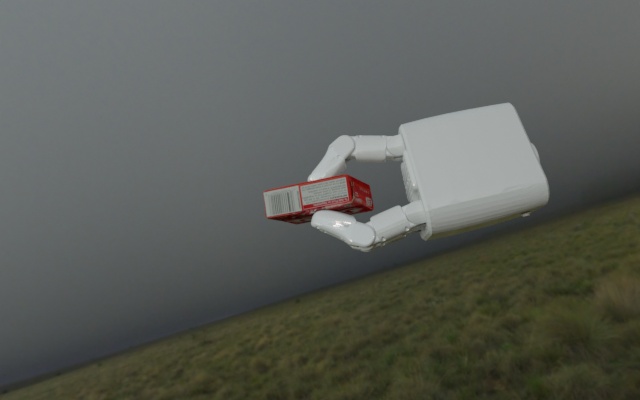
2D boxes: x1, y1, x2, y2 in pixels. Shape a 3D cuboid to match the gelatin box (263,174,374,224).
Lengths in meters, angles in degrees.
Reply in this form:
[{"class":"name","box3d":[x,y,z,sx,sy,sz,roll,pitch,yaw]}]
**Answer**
[{"class":"gelatin box","box3d":[0.000,0.001,0.467,0.089,0.030,0.073,-11,-10,19]}]
